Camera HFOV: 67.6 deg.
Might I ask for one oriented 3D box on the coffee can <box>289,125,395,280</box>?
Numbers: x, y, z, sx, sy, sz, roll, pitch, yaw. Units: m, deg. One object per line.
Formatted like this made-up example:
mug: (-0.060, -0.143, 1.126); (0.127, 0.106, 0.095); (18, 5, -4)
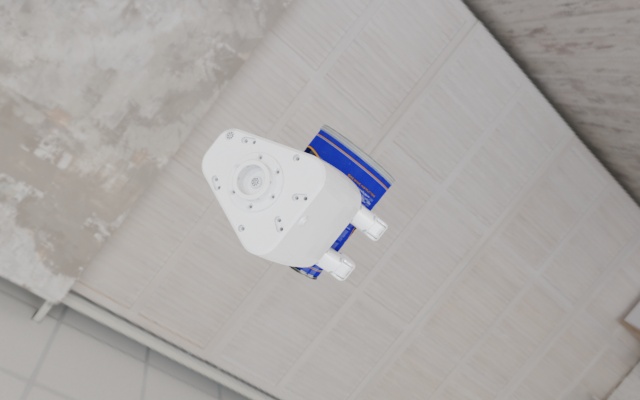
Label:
coffee can: (0.000, 0.002, 0.535); (0.103, 0.140, 0.103); (38, 3, -2)
